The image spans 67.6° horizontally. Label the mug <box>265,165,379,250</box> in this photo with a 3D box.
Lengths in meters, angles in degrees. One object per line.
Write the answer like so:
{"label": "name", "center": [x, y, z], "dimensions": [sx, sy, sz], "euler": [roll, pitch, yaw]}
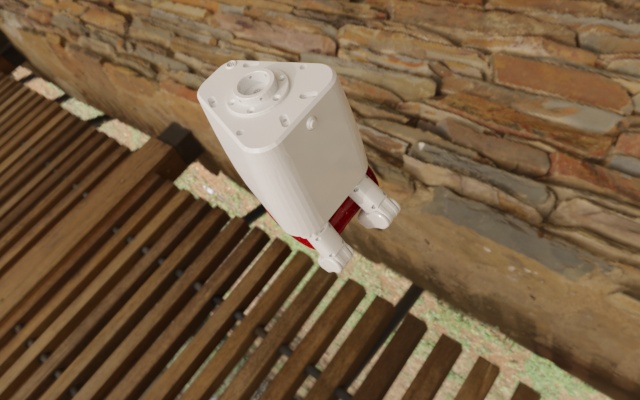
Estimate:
{"label": "mug", "center": [0.000, 0.003, 0.483], "dimensions": [0.093, 0.081, 0.117], "euler": [27, -23, 31]}
